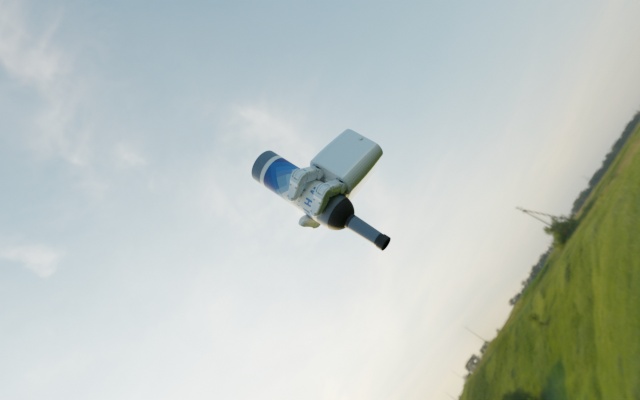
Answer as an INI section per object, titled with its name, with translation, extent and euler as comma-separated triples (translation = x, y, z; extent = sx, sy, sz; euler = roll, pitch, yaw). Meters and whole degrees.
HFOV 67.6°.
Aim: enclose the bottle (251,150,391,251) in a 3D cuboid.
[bottle]
translation = 0.000, 0.003, 0.873
extent = 0.295, 0.069, 0.069
euler = 33, 15, 25
